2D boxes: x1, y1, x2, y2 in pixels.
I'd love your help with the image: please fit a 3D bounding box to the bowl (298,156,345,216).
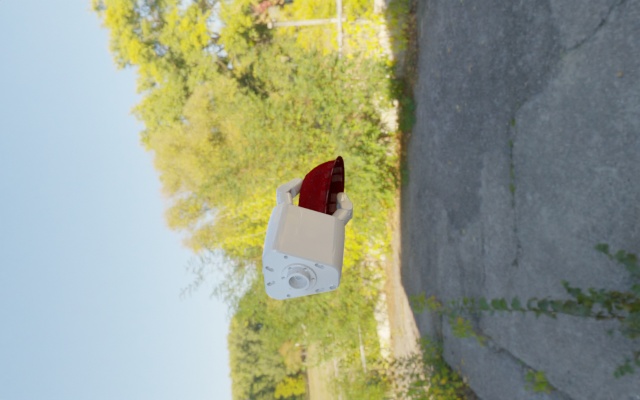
[{"bbox_3d":[0.000,0.002,0.802,0.055,0.162,0.162,7,1,12],"label":"bowl"}]
